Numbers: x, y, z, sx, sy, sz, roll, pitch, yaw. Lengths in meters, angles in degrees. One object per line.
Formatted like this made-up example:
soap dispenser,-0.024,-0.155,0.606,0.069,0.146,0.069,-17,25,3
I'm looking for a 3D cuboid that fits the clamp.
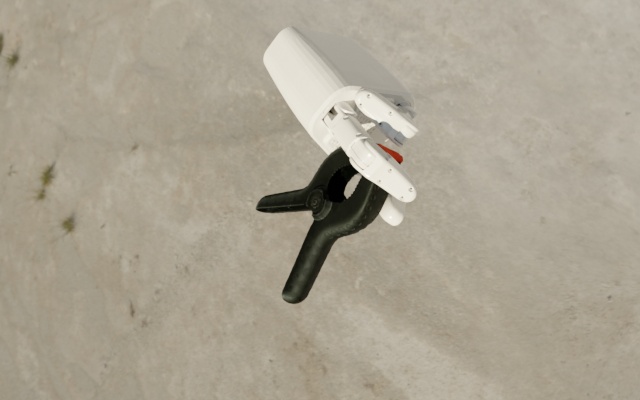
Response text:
clamp,0.000,0.001,0.448,0.171,0.120,0.039,-47,-34,22
